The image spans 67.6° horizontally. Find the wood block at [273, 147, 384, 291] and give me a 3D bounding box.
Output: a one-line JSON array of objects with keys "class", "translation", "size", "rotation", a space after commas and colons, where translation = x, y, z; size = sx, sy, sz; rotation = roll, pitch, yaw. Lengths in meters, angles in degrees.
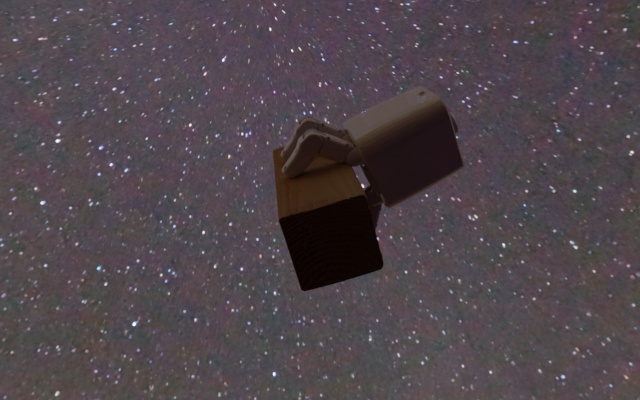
[{"class": "wood block", "translation": [0.001, 0.002, 0.561], "size": [0.090, 0.091, 0.206], "rotation": [-16, 25, 0]}]
